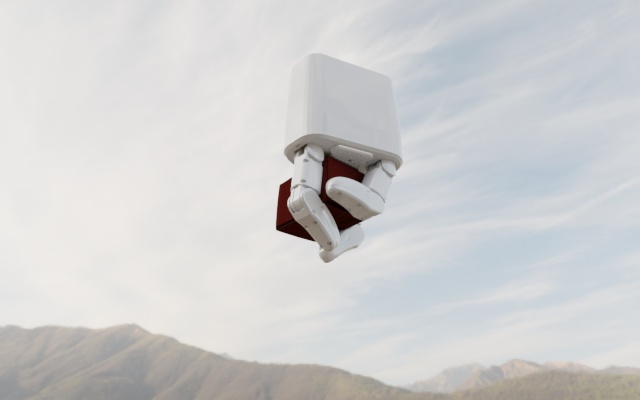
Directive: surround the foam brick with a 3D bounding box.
[{"bbox_3d":[0.000,0.002,0.471,0.053,0.051,0.078,22,-35,-36],"label":"foam brick"}]
